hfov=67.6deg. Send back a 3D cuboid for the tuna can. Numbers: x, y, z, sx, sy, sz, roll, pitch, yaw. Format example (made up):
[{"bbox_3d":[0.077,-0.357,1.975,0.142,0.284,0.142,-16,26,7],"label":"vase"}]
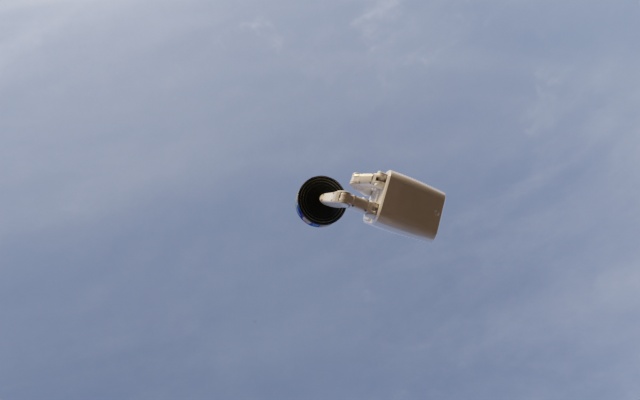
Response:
[{"bbox_3d":[0.000,0.003,0.820,0.086,0.086,0.034,0,-12,-13],"label":"tuna can"}]
